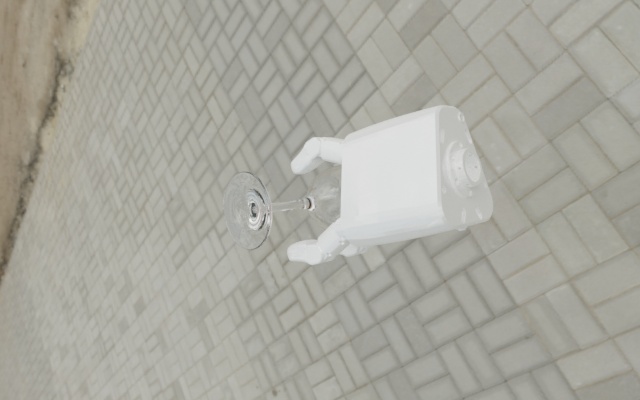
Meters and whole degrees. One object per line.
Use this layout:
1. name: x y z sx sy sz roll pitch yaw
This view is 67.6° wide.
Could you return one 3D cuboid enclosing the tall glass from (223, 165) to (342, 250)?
1. tall glass: -0.001 0.002 0.519 0.079 0.079 0.201 0 5 45
